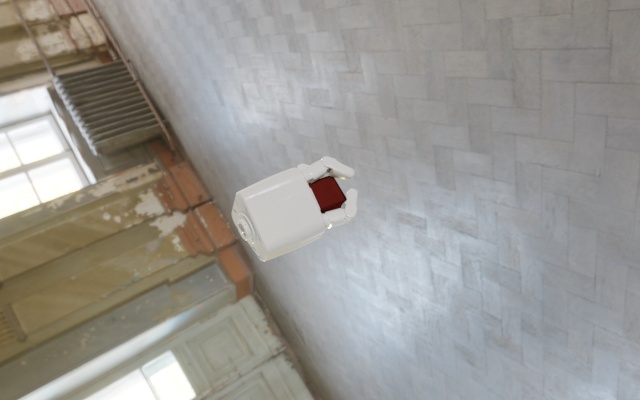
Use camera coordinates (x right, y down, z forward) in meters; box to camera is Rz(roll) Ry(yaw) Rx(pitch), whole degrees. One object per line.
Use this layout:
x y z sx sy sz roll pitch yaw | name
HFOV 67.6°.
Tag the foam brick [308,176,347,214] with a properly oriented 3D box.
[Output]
0.000 0.003 0.798 0.051 0.053 0.078 -21 -20 -26 | foam brick
